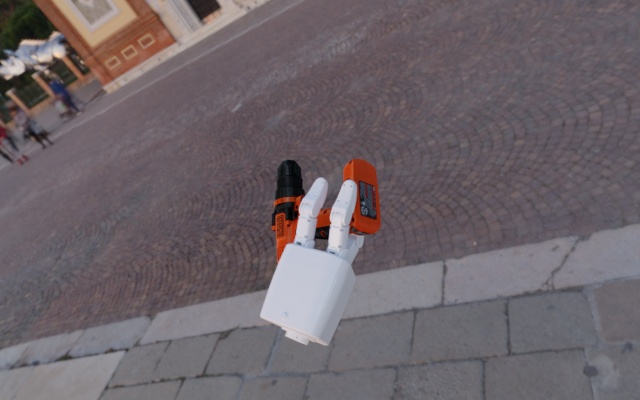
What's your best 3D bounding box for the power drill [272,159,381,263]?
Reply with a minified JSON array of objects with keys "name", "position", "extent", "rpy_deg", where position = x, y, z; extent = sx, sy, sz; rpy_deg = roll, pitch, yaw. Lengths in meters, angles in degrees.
[{"name":"power drill","position":[0.000,0.002,0.719],"extent":[0.057,0.184,0.188],"rpy_deg":[13,-25,-42]}]
